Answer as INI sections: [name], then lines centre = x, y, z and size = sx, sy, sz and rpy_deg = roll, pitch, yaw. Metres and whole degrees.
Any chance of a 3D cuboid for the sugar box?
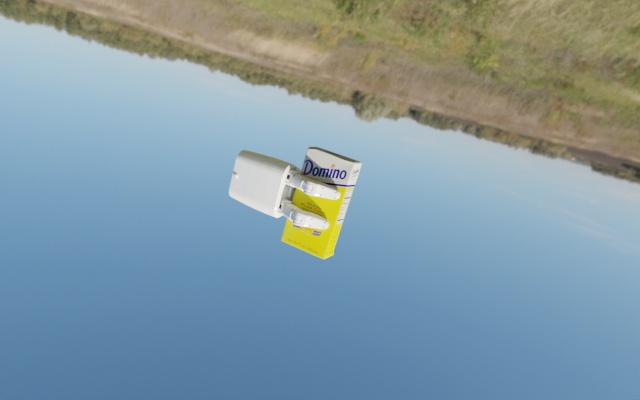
[sugar box]
centre = 0.000, 0.003, 0.831
size = 0.093, 0.176, 0.048
rpy_deg = 21, 14, 21
